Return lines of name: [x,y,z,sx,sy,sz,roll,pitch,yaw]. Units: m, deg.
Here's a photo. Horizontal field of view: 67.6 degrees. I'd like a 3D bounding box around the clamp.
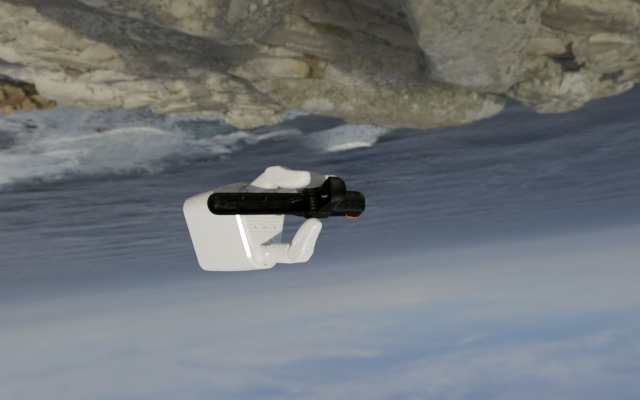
clamp: [0.000,0.003,0.555,0.164,0.036,0.210,-6,-7,36]
